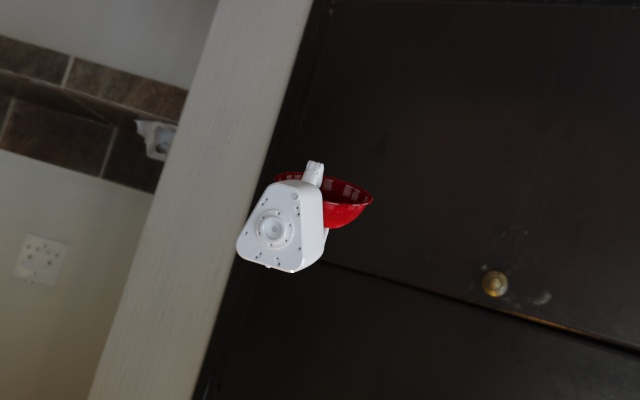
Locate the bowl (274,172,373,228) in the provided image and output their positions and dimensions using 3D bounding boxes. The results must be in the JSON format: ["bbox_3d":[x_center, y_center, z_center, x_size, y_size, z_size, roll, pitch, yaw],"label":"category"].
[{"bbox_3d":[0.001,0.003,0.778,0.162,0.055,0.162,11,17,-3],"label":"bowl"}]
